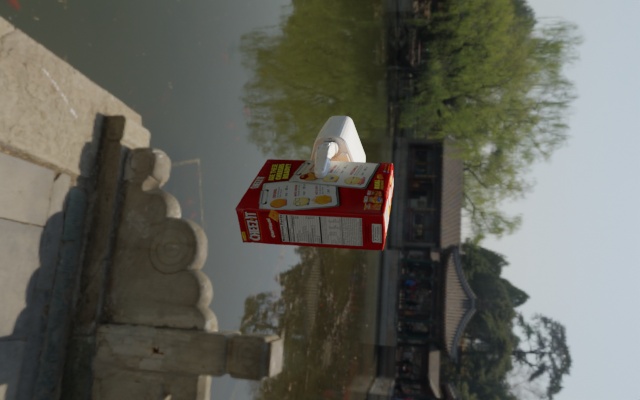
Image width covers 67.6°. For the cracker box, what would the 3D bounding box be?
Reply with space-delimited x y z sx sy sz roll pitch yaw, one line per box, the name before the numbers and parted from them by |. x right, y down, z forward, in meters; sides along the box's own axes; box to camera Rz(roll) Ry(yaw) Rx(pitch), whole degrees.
cracker box | 0.000 0.002 0.738 0.213 0.072 0.164 2 31 12
